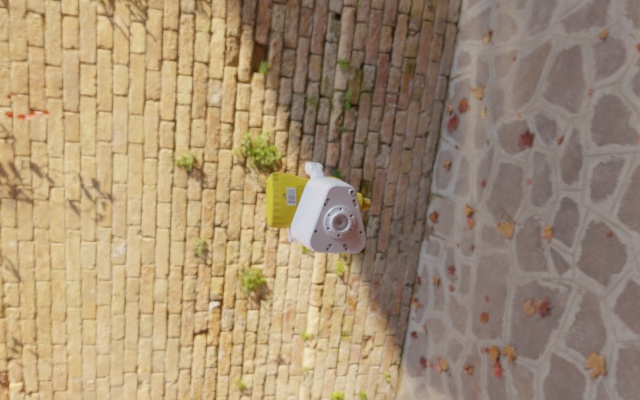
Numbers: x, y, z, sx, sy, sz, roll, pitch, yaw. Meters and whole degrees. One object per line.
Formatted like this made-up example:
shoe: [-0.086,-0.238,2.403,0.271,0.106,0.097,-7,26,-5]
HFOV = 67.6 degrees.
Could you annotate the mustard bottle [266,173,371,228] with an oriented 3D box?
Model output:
mustard bottle: [0.000,0.003,0.864,0.191,0.096,0.058,2,-19,-16]
